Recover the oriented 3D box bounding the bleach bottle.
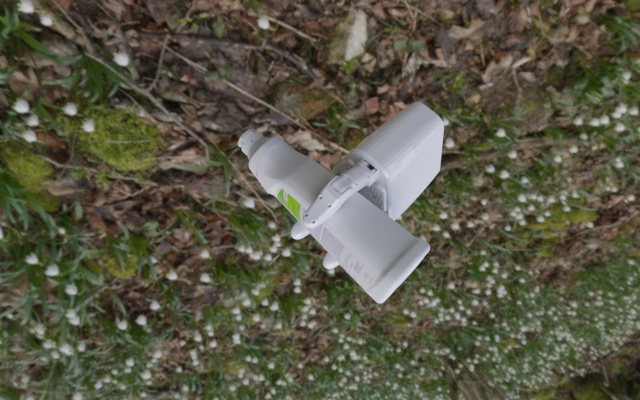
[{"bbox_3d":[0.000,0.002,0.541,0.068,0.251,0.103,-42,-16,-22],"label":"bleach bottle"}]
